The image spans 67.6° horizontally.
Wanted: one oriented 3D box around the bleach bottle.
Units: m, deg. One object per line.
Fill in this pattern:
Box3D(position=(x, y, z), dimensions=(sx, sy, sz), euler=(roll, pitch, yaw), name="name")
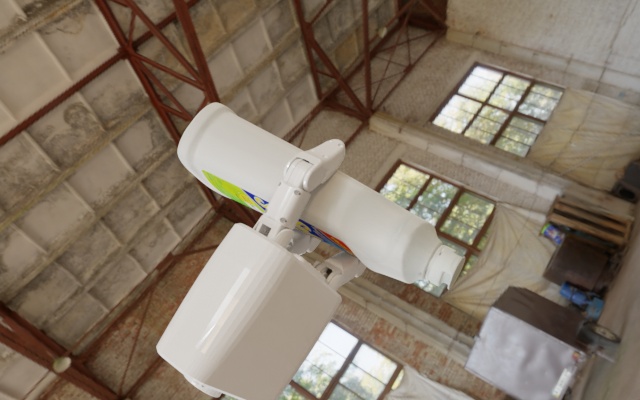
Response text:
Box3D(position=(0.000, 0.001, 0.408), dimensions=(0.250, 0.068, 0.103), euler=(26, -14, 25), name="bleach bottle")
